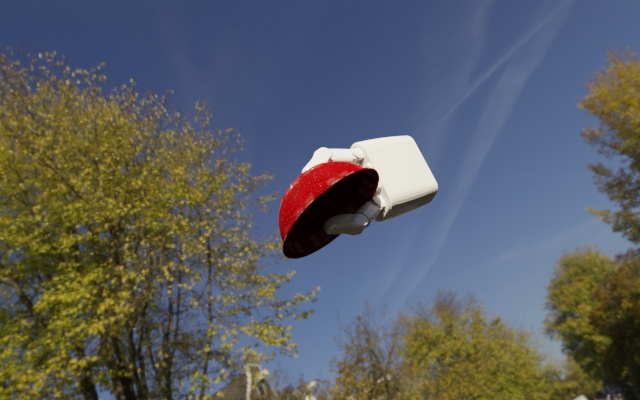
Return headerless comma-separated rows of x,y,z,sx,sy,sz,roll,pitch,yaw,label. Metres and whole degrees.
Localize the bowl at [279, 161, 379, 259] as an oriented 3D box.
-0.001,0.002,0.627,0.055,0.162,0.162,47,22,22,bowl
